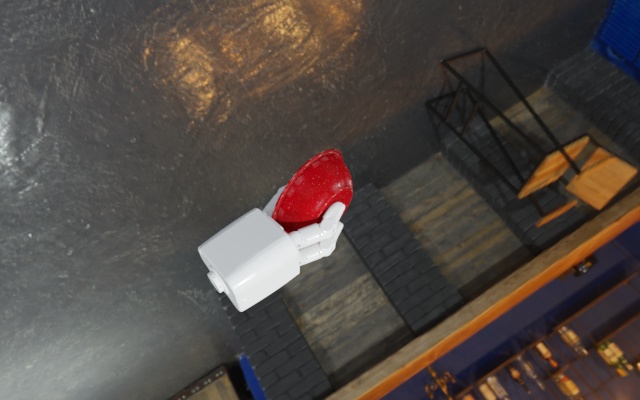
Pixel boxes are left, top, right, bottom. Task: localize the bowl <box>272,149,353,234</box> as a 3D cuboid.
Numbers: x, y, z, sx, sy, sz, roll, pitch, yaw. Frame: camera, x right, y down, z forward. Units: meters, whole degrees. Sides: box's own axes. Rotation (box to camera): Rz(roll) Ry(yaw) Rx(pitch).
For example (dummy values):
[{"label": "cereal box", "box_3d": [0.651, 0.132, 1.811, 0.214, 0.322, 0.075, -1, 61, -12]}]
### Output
[{"label": "bowl", "box_3d": [0.001, 0.002, 0.739, 0.055, 0.162, 0.162, 37, 15, 21]}]
